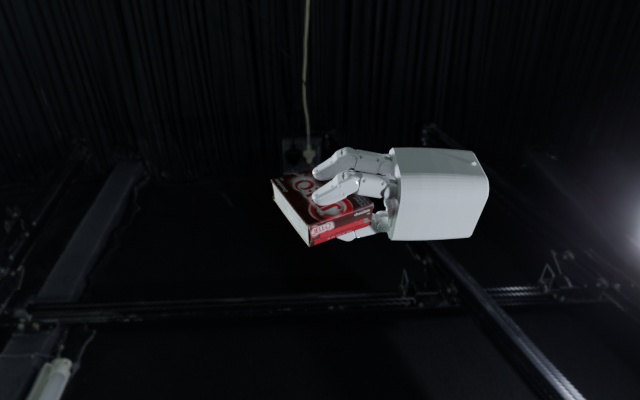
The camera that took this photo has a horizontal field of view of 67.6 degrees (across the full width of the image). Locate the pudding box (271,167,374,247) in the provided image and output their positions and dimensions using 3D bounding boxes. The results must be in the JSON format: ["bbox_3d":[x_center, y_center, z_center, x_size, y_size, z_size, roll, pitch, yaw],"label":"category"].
[{"bbox_3d":[0.000,0.002,0.606,0.090,0.039,0.113,-17,37,-23],"label":"pudding box"}]
